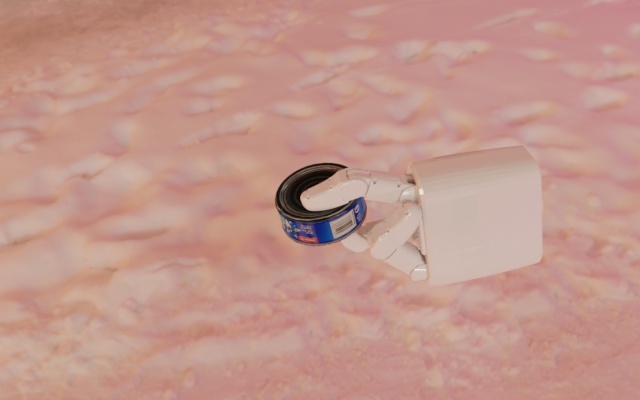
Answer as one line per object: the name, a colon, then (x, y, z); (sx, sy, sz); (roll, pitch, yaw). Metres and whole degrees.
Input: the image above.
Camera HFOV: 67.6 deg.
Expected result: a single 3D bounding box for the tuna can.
tuna can: (0.000, 0.001, 0.460); (0.086, 0.034, 0.086); (-9, 41, 8)
